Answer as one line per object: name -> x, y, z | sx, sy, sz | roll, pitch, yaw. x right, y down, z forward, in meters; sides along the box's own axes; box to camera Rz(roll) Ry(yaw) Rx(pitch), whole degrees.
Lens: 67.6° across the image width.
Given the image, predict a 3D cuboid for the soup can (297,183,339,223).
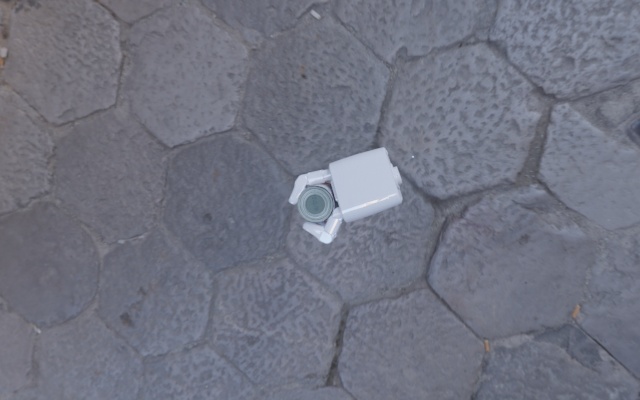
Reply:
soup can -> 0.000, 0.003, 0.888 | 0.068, 0.068, 0.102 | 0, 5, 11
